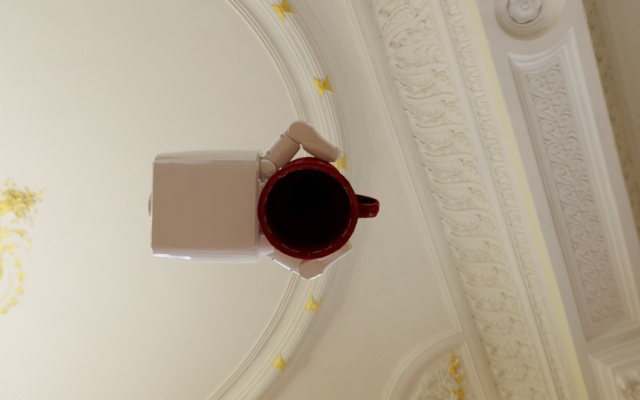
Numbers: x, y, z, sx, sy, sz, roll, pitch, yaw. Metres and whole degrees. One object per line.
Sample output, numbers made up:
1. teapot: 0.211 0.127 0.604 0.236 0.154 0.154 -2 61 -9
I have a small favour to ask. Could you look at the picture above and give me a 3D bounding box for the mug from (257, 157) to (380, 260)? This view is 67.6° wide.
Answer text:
1. mug: 0.002 0.001 0.475 0.117 0.093 0.081 1 14 -1
